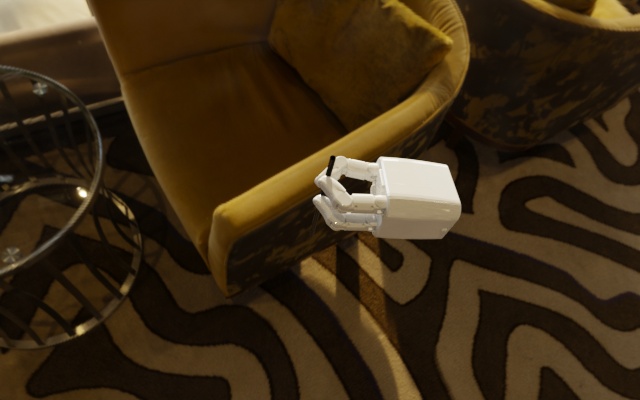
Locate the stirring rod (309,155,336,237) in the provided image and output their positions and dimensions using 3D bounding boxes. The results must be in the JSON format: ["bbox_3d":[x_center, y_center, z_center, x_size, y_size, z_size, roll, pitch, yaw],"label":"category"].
[{"bbox_3d":[0.000,0.002,0.729,0.011,0.011,0.240,0,-29,-9],"label":"stirring rod"}]
